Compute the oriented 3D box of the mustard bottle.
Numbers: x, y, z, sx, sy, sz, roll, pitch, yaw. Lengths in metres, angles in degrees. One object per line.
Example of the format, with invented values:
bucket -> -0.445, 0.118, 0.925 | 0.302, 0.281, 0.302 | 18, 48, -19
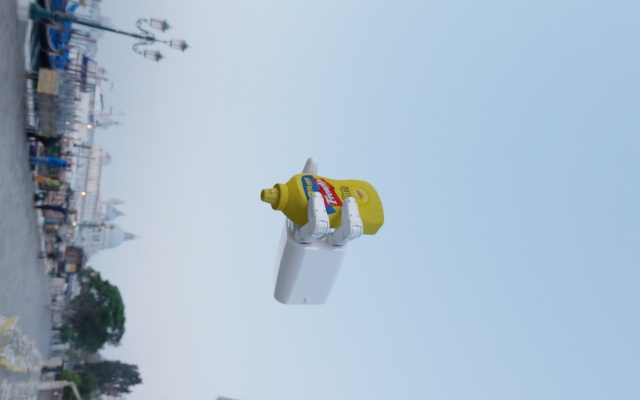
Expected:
mustard bottle -> 0.000, 0.002, 0.731 | 0.191, 0.096, 0.058 | 6, -43, -27
